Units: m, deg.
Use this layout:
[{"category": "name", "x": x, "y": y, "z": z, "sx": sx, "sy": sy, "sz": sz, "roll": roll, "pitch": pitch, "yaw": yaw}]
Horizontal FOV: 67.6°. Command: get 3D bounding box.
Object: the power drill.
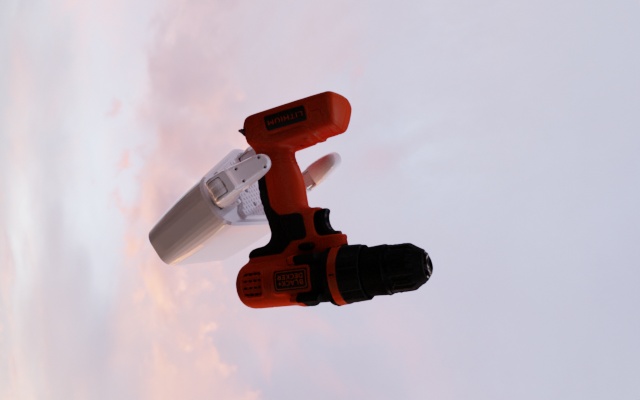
[{"category": "power drill", "x": 0.000, "y": 0.001, "z": 0.434, "sx": 0.184, "sy": 0.187, "sz": 0.057, "roll": -11, "pitch": -13, "yaw": 23}]
